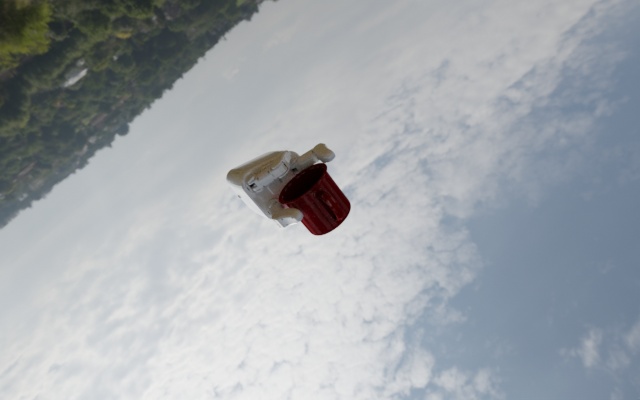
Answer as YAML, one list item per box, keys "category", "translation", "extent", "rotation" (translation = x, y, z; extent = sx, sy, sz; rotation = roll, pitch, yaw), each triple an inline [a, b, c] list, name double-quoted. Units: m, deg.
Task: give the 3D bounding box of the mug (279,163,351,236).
- category: "mug"
  translation: [0.001, 0.003, 0.743]
  extent: [0.093, 0.081, 0.117]
  rotation: [-45, 24, -15]
